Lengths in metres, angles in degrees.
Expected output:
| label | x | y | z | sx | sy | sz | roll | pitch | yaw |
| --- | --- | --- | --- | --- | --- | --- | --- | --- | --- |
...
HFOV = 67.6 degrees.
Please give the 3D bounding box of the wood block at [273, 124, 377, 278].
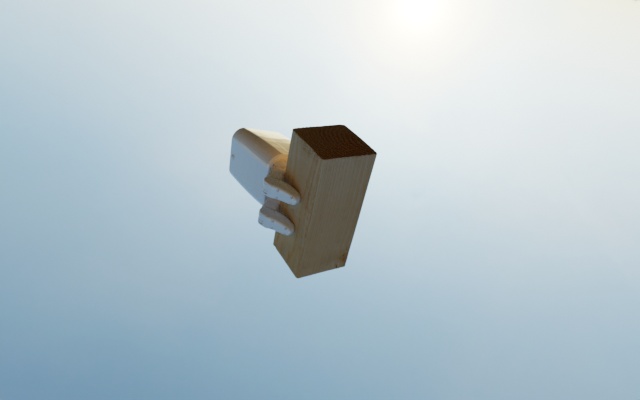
| label | x | y | z | sx | sy | sz | roll | pitch | yaw |
| --- | --- | --- | --- | --- | --- | --- | --- | --- | --- |
| wood block | 0.000 | 0.002 | 0.706 | 0.091 | 0.206 | 0.090 | -10 | 40 | -30 |
